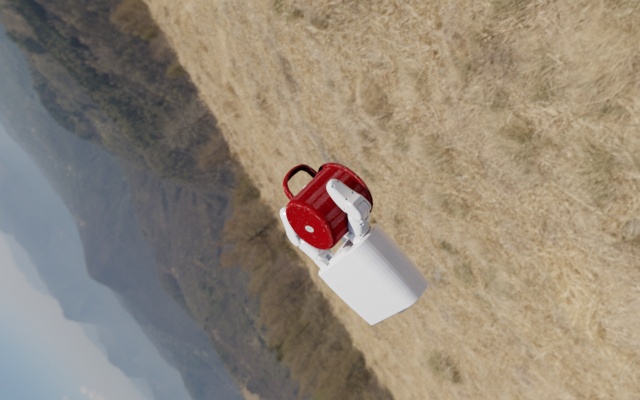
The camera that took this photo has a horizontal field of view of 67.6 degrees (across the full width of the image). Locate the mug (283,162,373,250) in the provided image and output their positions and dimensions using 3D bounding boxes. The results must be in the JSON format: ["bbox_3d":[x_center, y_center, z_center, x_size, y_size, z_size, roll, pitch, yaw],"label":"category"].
[{"bbox_3d":[-0.001,0.001,0.627,0.081,0.117,0.093,-45,0,-30],"label":"mug"}]
